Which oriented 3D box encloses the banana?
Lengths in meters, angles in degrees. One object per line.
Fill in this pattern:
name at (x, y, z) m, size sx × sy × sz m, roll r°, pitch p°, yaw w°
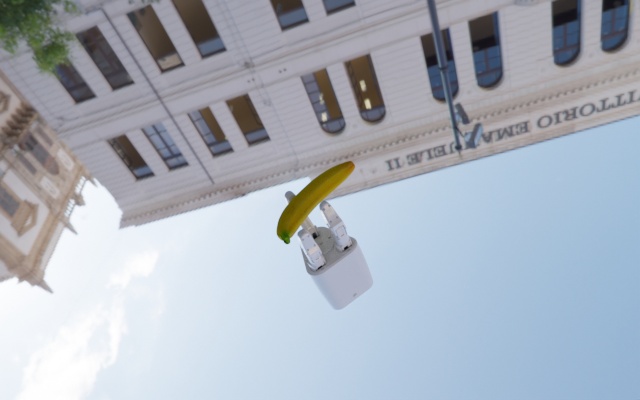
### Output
banana at (-0.015, 0.003, 0.782) m, size 0.069 × 0.037 × 0.197 m, roll 6°, pitch 46°, yaw 43°
